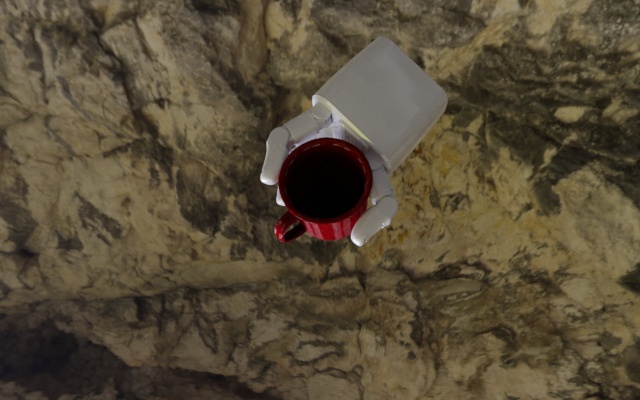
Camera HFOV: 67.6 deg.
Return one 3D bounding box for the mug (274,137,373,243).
[{"bbox_3d":[-0.001,0.003,0.501,0.093,0.117,0.081,42,-11,19],"label":"mug"}]
